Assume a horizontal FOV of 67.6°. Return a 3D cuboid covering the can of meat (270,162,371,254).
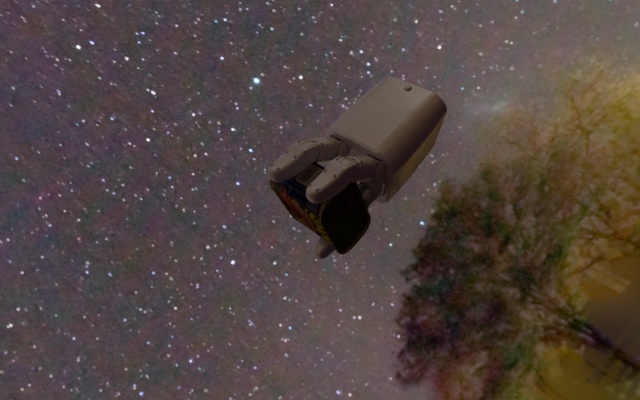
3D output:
[{"bbox_3d":[0.000,0.002,0.533,0.084,0.057,0.102,33,-17,33],"label":"can of meat"}]
